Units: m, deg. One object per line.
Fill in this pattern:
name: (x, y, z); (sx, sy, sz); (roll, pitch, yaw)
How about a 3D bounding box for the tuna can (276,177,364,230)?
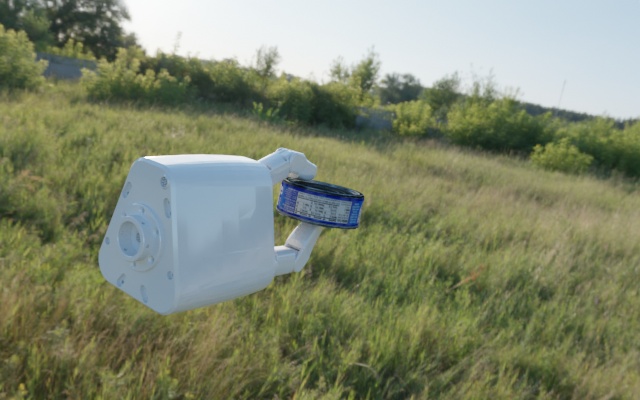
tuna can: (0.000, 0.001, 0.479); (0.086, 0.034, 0.086); (12, 7, -2)
